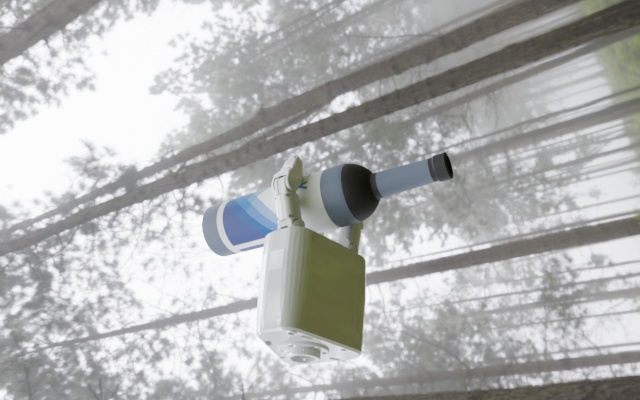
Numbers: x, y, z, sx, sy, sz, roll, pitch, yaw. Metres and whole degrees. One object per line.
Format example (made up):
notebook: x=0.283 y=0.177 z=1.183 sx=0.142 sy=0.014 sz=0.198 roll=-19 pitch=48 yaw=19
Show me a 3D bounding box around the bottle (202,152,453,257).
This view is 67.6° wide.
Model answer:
bottle: x=0.000 y=0.002 z=0.536 sx=0.296 sy=0.069 sz=0.069 roll=-16 pitch=-7 yaw=26
